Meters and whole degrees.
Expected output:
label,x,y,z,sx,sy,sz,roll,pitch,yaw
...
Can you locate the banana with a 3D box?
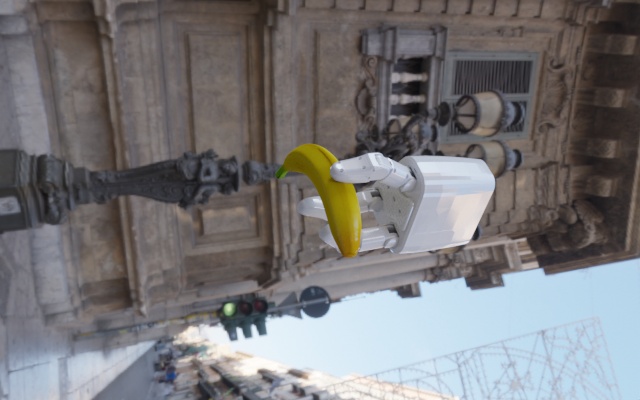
label,x,y,z,sx,sy,sz,roll,pitch,yaw
banana,0.003,-0.016,0.526,0.037,0.070,0.197,2,26,-27
